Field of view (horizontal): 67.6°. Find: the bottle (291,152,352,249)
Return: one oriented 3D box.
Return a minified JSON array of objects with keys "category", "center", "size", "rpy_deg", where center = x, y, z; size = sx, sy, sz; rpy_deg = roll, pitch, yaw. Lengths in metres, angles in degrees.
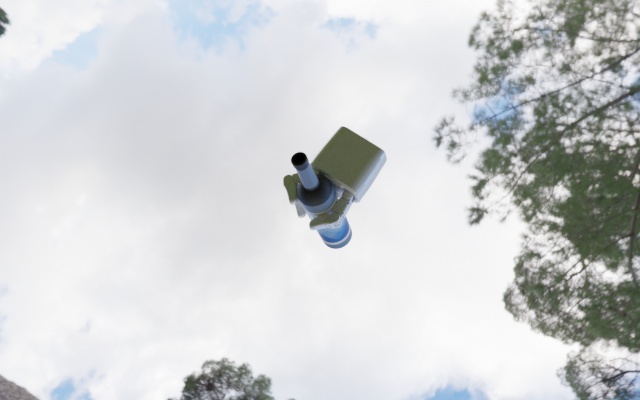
[{"category":"bottle","center":[0.000,0.003,0.893],"size":[0.069,0.069,0.296],"rpy_deg":[0,-29,16]}]
